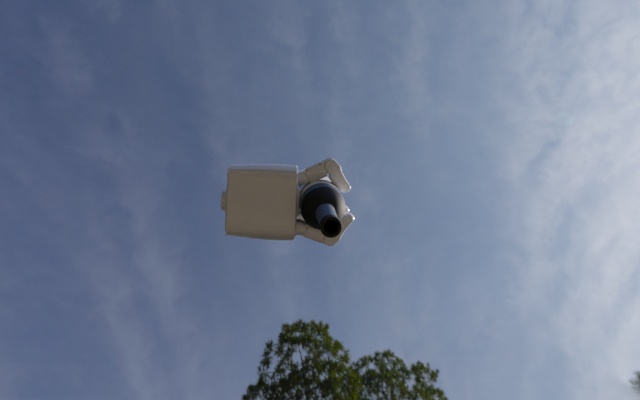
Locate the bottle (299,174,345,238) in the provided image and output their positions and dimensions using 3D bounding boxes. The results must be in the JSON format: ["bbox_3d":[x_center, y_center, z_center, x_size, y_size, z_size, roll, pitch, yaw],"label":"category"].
[{"bbox_3d":[0.000,0.002,0.736,0.069,0.069,0.295,0,12,-5],"label":"bottle"}]
